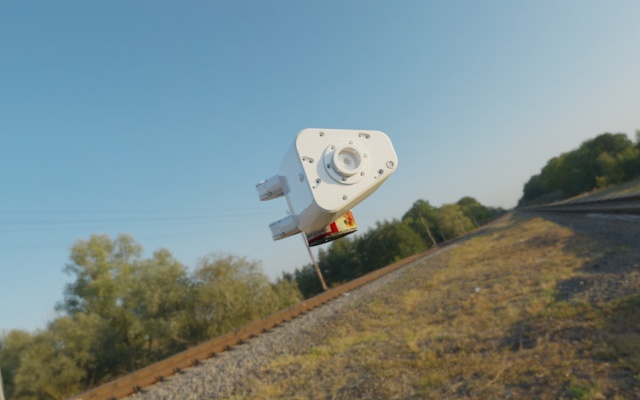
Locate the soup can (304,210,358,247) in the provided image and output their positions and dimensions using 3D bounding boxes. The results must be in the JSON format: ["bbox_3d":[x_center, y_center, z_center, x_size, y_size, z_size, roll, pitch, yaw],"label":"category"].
[{"bbox_3d":[0.000,0.002,0.621,0.068,0.102,0.068,-19,-9,-3],"label":"soup can"}]
